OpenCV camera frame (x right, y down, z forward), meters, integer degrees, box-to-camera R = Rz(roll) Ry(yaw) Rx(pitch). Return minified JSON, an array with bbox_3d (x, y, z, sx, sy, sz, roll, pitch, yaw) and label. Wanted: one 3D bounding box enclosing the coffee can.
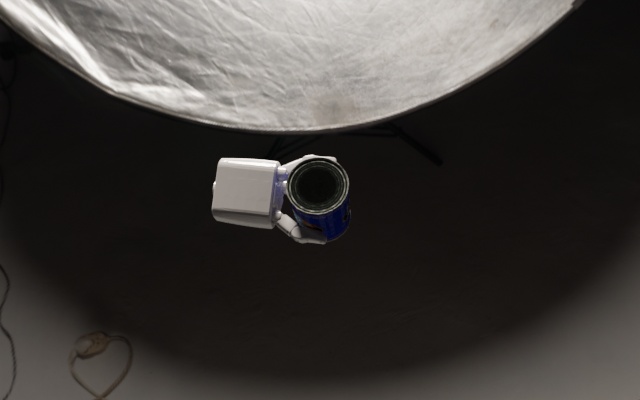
[{"bbox_3d":[0.000,0.003,0.828,0.103,0.102,0.140,0,-23,5],"label":"coffee can"}]
